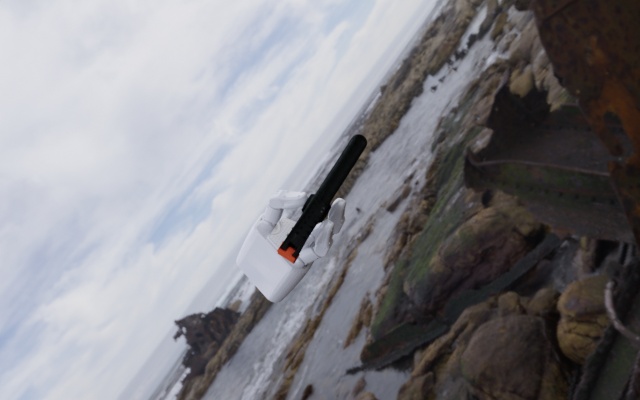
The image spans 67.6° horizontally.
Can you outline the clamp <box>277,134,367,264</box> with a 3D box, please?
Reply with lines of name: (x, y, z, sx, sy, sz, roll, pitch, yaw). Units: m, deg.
clamp: (-0.001, 0.002, 0.689, 0.036, 0.165, 0.210, 32, 41, 1)
